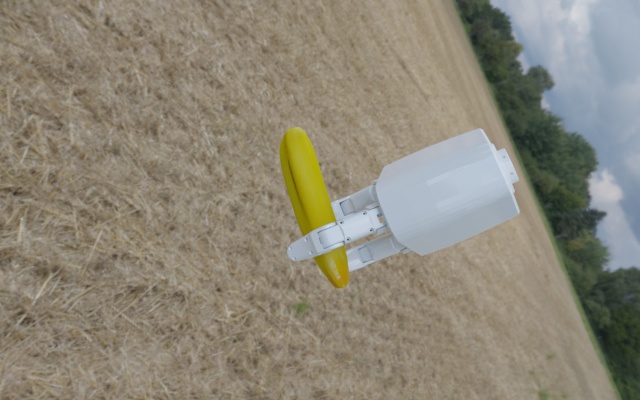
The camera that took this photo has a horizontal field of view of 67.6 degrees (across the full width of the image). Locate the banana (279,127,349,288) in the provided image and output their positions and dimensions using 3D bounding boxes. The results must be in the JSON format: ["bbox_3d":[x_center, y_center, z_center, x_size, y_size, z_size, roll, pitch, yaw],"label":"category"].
[{"bbox_3d":[-0.009,-0.008,0.491,0.037,0.197,0.070,-25,-32,16],"label":"banana"}]
